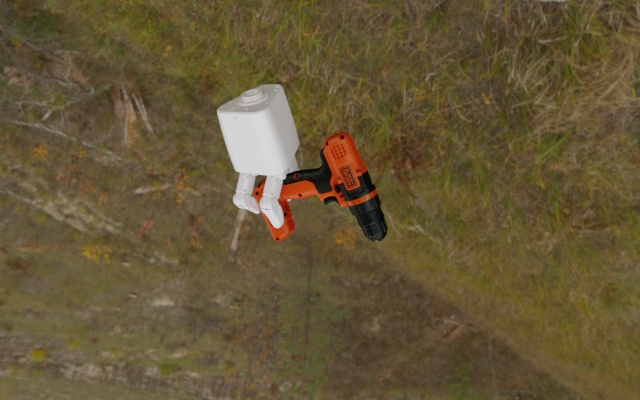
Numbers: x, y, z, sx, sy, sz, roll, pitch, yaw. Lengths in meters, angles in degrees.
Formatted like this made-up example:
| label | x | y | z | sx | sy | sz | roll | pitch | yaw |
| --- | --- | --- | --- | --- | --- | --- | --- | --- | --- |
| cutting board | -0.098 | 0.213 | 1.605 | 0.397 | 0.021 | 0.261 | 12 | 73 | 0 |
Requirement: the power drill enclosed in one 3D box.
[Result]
| label | x | y | z | sx | sy | sz | roll | pitch | yaw |
| --- | --- | --- | --- | --- | --- | --- | --- | --- | --- |
| power drill | 0.000 | 0.002 | 0.776 | 0.188 | 0.184 | 0.057 | -20 | 9 | 18 |
